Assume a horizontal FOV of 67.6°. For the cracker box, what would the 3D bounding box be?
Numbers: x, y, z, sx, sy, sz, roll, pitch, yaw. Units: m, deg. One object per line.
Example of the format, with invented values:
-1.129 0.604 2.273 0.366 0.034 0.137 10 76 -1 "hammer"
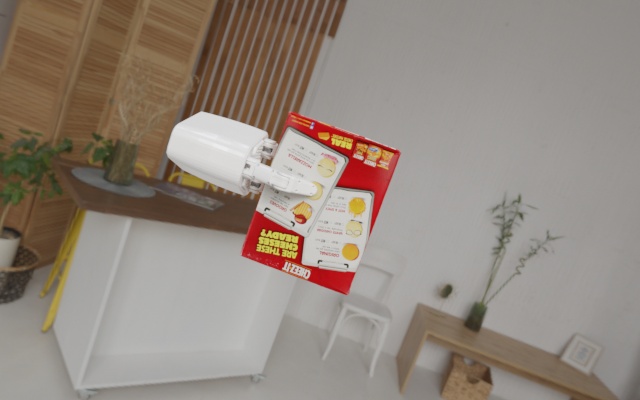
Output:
0.000 0.002 0.682 0.164 0.214 0.072 20 8 3 "cracker box"
